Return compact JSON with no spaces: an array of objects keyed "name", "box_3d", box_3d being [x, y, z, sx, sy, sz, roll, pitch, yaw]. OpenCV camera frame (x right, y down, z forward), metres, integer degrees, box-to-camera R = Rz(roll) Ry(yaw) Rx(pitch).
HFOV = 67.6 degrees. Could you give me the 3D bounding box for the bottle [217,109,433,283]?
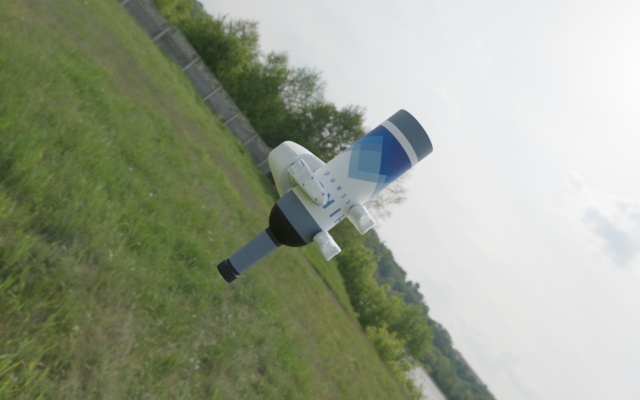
[{"name":"bottle","box_3d":[0.000,0.002,0.584,0.295,0.069,0.069,-37,1,-2]}]
